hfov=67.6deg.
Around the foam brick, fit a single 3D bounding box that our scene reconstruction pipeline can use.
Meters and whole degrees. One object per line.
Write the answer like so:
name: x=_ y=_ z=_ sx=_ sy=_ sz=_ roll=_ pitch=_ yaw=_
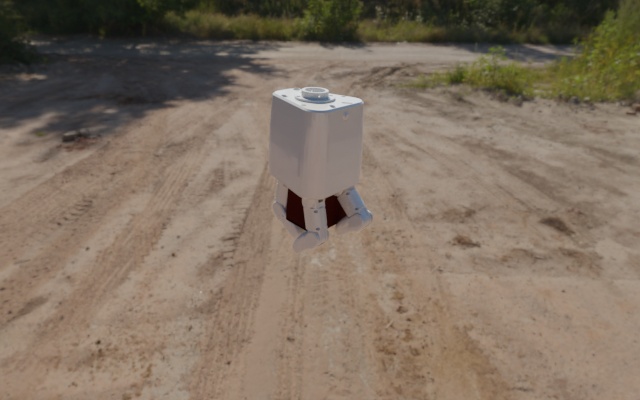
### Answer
foam brick: x=0.000 y=0.002 z=0.635 sx=0.053 sy=0.051 sz=0.078 roll=27 pitch=33 yaw=33
